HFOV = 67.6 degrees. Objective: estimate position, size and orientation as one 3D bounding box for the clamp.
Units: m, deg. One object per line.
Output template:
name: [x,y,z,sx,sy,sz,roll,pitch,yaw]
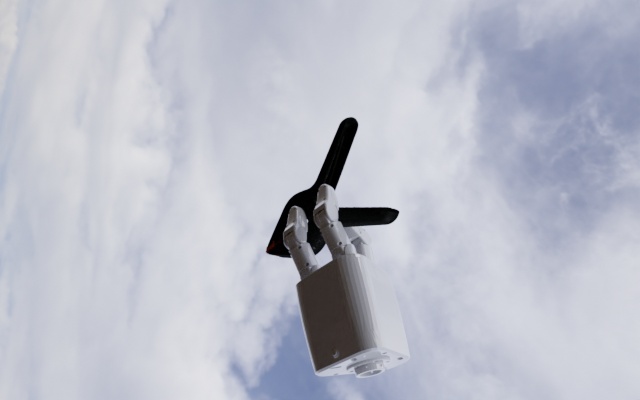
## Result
clamp: [0.000,0.003,0.618,0.036,0.164,0.210,20,-44,-39]
